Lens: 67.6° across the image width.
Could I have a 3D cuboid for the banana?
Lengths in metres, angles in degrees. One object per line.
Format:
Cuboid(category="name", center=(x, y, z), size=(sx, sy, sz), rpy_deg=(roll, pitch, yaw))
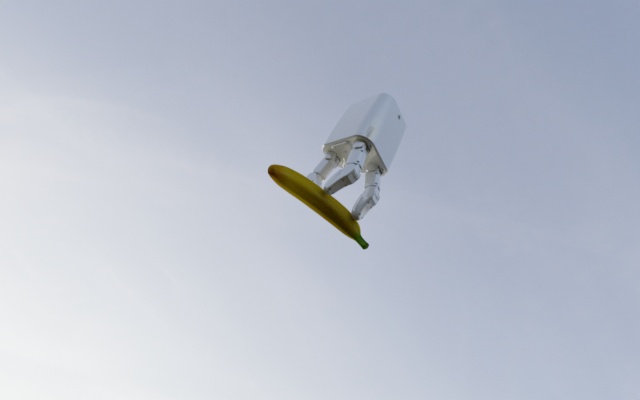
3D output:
Cuboid(category="banana", center=(-0.003, 0.000, 0.719), size=(0.198, 0.037, 0.069), rpy_deg=(37, 0, -21))
